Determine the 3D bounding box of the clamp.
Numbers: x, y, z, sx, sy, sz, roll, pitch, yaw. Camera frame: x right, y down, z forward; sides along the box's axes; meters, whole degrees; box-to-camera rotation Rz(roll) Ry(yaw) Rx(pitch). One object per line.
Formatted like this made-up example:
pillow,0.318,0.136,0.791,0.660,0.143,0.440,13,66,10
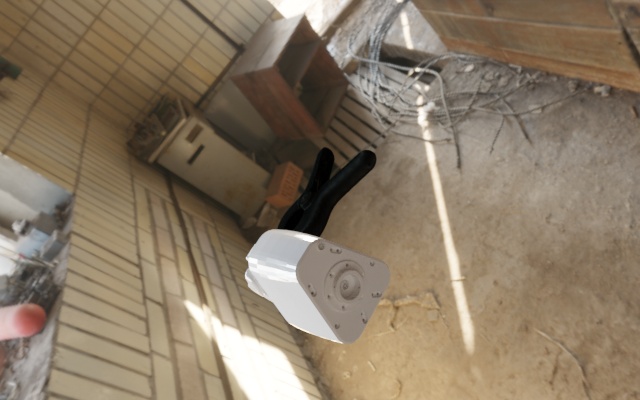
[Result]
clamp,-0.001,0.002,0.582,0.039,0.171,0.120,33,-17,-22
